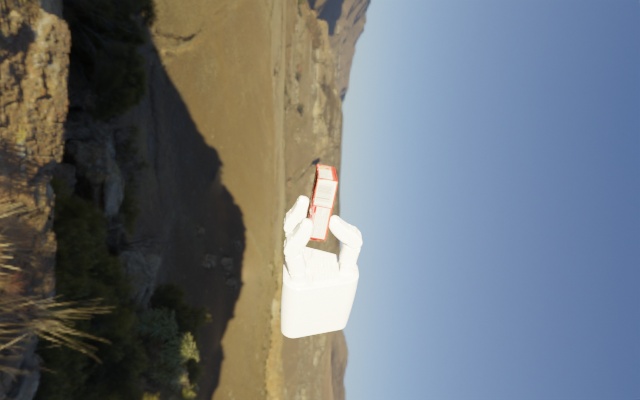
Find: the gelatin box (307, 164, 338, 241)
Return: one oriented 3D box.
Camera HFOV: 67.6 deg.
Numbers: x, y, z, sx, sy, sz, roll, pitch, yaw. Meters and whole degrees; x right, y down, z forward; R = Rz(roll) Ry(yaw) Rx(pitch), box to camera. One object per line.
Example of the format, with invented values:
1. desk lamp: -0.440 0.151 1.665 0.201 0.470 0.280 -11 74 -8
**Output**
1. gelatin box: 0.001 0.002 0.665 0.030 0.089 0.073 10 19 -4
